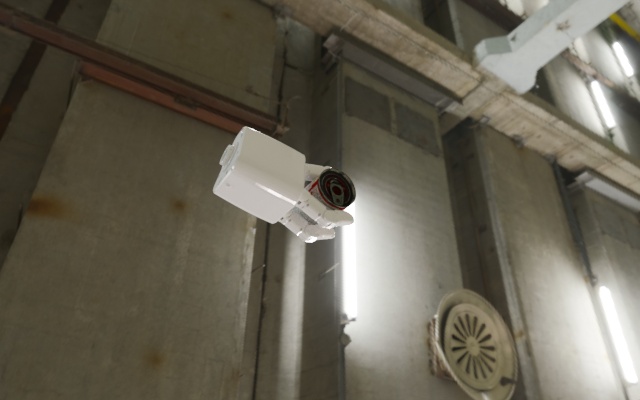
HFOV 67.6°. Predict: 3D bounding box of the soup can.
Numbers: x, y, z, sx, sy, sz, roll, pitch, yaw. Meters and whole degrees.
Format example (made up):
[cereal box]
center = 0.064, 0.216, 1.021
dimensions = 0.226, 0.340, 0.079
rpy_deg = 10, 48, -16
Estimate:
[soup can]
center = 0.000, 0.003, 0.763
dimensions = 0.068, 0.068, 0.102
rpy_deg = 0, -26, -36
